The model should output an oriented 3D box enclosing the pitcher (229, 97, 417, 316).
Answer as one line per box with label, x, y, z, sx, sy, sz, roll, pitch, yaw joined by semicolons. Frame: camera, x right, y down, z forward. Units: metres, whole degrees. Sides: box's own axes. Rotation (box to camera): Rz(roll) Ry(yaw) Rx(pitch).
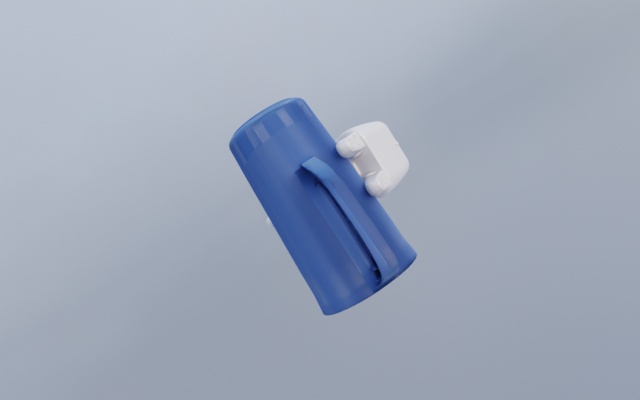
pitcher;0.000;0.002;0.564;0.149;0.243;0.145;-33;0;31
